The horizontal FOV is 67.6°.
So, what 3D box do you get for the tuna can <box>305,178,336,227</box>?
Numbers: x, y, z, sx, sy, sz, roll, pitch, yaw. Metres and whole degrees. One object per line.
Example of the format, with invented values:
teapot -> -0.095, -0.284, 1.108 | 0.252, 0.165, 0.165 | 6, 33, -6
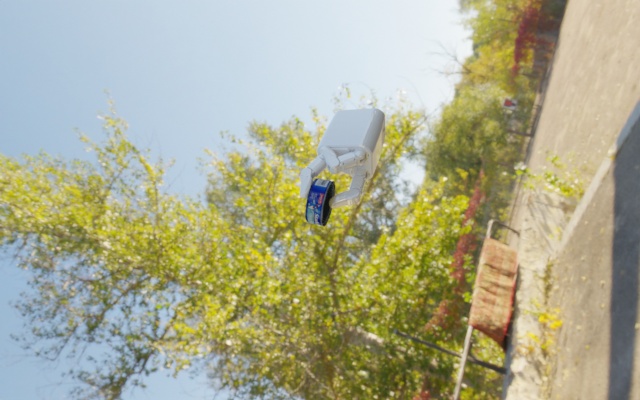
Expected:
tuna can -> 0.000, 0.003, 0.879 | 0.034, 0.086, 0.086 | 12, 3, 12
